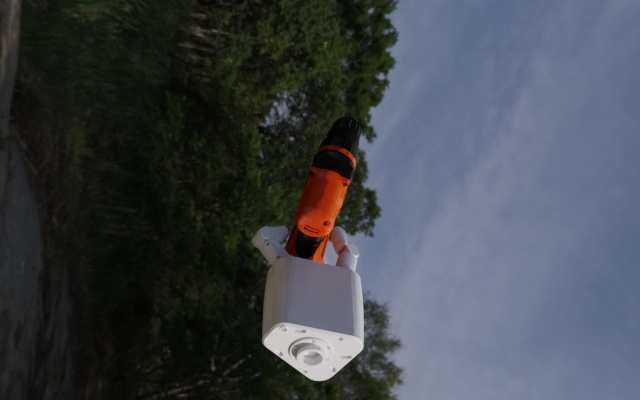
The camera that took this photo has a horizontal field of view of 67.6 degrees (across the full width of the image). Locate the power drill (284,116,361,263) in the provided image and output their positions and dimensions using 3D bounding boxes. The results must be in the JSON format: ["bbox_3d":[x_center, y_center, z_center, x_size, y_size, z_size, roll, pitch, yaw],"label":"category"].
[{"bbox_3d":[0.000,0.003,0.637,0.057,0.184,0.188,20,-38,3],"label":"power drill"}]
